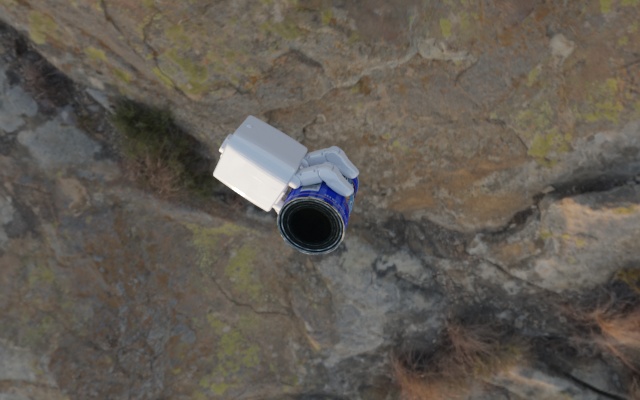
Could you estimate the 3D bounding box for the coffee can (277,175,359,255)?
[{"bbox_3d":[0.000,0.003,0.752,0.103,0.103,0.140,0,31,14],"label":"coffee can"}]
